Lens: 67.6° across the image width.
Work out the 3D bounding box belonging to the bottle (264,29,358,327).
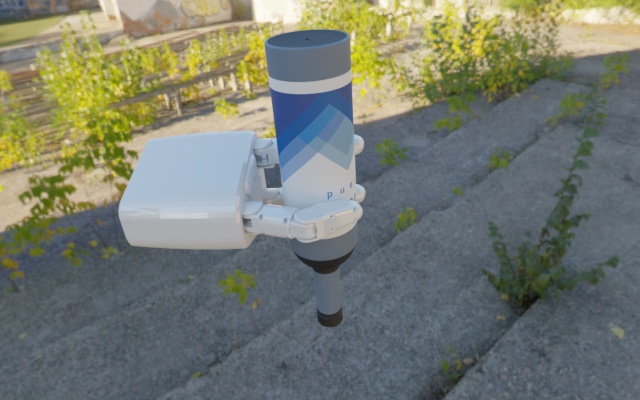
[{"bbox_3d":[0.000,0.001,0.442,0.069,0.296,0.069,-4,31,2],"label":"bottle"}]
